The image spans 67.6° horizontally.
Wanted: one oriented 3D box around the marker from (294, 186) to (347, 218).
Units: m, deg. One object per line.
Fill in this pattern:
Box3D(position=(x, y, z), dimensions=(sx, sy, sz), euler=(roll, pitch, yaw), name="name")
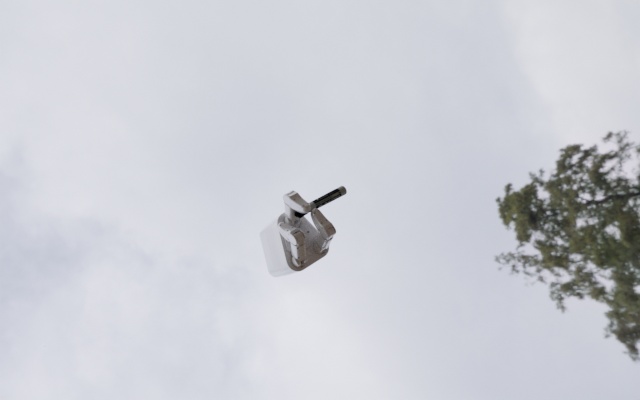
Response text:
Box3D(position=(0.000, 0.003, 0.891), dimensions=(0.121, 0.020, 0.020), euler=(-27, 16, -33), name="marker")
